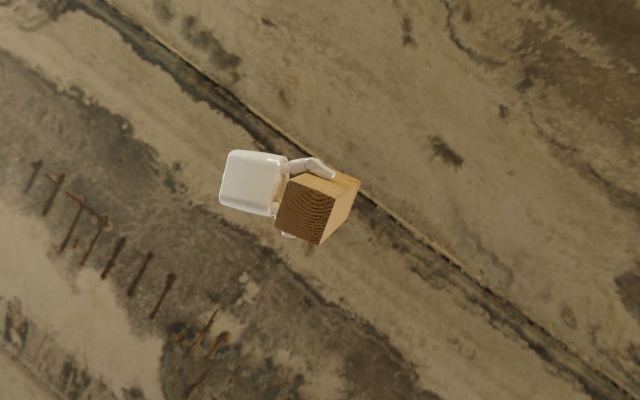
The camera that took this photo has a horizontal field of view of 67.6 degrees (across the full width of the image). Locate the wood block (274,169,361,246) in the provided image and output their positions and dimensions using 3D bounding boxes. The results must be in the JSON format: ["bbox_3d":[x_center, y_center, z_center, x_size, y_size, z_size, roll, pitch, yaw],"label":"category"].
[{"bbox_3d":[0.000,0.002,0.888,0.090,0.091,0.206,22,16,11],"label":"wood block"}]
